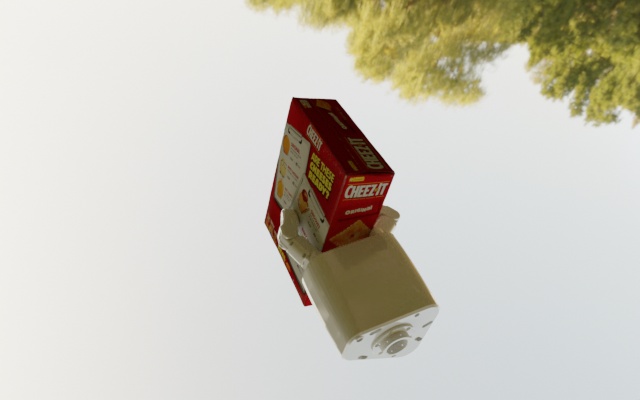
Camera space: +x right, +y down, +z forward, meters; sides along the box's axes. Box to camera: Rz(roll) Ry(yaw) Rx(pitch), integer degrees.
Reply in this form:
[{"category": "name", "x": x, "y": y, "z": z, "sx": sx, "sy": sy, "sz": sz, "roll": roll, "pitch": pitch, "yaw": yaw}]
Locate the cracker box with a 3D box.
[{"category": "cracker box", "x": 0.000, "y": 0.002, "z": 0.610, "sx": 0.072, "sy": 0.214, "sz": 0.164, "roll": -5, "pitch": 42, "yaw": -27}]
